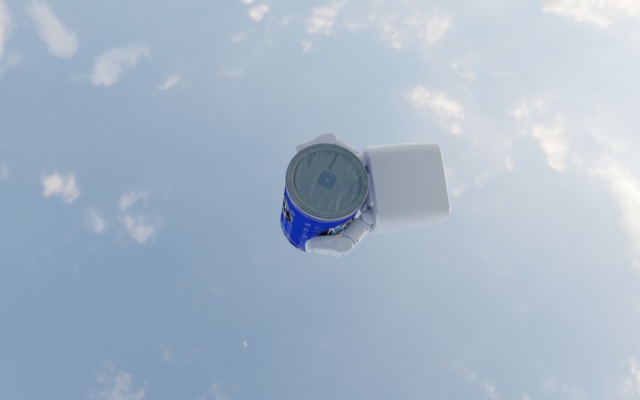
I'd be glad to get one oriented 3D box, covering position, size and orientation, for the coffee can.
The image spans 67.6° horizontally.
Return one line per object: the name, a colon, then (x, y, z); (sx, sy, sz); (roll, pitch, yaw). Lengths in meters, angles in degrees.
coffee can: (0.000, 0.002, 0.642); (0.103, 0.102, 0.140); (0, -23, -8)
